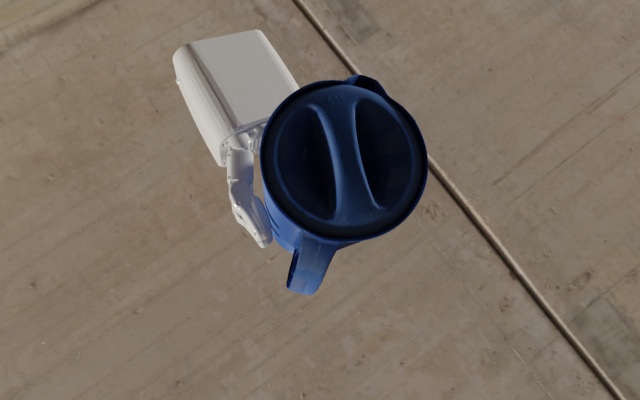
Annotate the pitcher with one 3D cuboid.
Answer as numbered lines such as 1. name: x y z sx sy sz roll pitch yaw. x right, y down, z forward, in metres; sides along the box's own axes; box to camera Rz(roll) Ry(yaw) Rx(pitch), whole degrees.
1. pitcher: 0.000 0.001 0.477 0.149 0.145 0.243 -28 -8 -13
